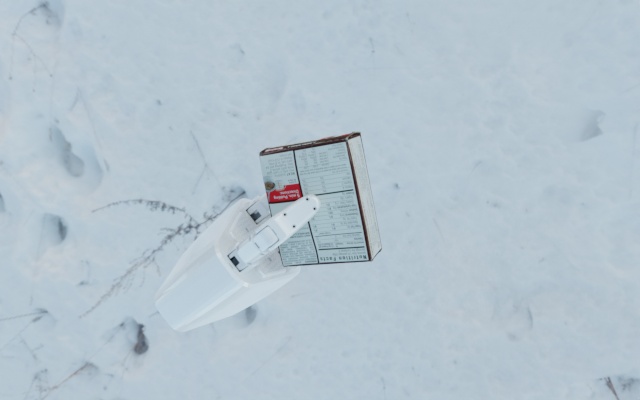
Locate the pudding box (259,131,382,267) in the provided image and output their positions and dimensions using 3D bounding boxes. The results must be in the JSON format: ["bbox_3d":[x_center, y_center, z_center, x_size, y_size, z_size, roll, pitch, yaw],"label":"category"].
[{"bbox_3d":[0.000,0.001,0.430,0.090,0.113,0.039,-7,14,23],"label":"pudding box"}]
